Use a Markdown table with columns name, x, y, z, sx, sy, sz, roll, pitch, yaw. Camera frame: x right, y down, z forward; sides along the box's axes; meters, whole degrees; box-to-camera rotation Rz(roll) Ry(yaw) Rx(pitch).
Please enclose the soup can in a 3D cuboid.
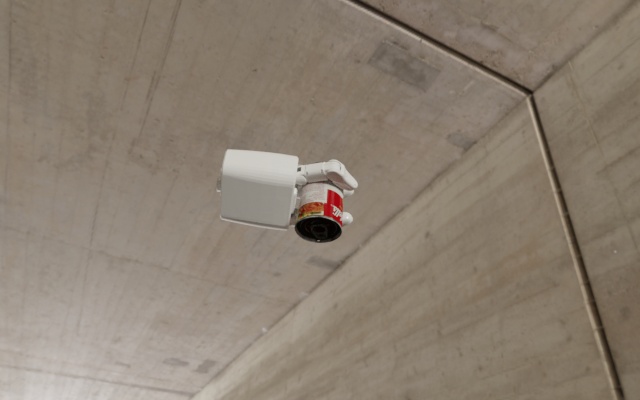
| name | x | y | z | sx | sy | sz | roll | pitch | yaw |
| --- | --- | --- | --- | --- | --- | --- | --- | --- | --- |
| soup can | 0.001 | 0.002 | 0.707 | 0.068 | 0.102 | 0.069 | 3 | -37 | 2 |
